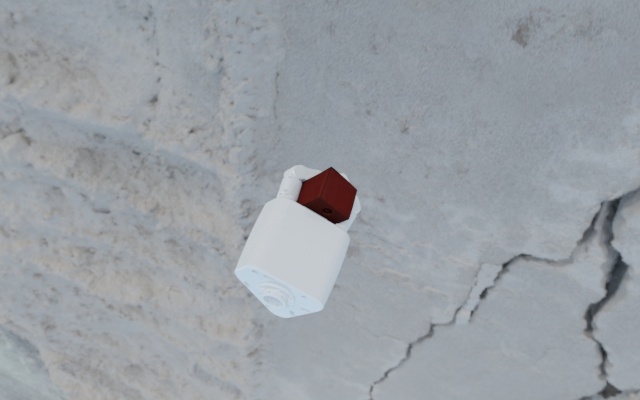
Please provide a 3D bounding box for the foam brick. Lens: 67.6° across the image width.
[{"bbox_3d":[0.000,0.002,0.624,0.053,0.051,0.078,38,-40,-25],"label":"foam brick"}]
